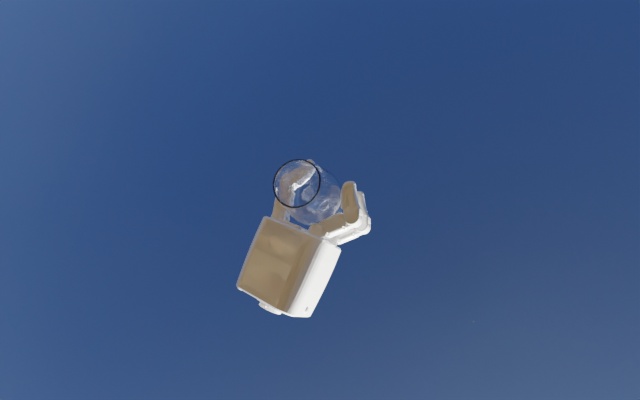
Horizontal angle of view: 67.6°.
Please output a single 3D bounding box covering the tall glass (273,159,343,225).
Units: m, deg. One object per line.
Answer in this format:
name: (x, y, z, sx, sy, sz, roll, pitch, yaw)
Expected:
tall glass: (0.000, 0.002, 0.667, 0.079, 0.079, 0.201, 0, -14, 18)
